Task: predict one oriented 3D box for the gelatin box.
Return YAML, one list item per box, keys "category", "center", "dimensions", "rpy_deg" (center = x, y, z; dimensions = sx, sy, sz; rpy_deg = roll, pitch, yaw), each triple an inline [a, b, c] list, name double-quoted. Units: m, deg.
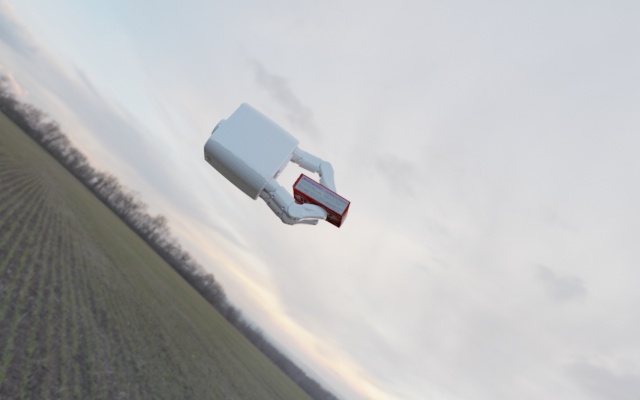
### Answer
- category: "gelatin box"
  center: [0.001, 0.002, 0.734]
  dimensions: [0.089, 0.030, 0.073]
  rpy_deg: [30, -16, 8]
